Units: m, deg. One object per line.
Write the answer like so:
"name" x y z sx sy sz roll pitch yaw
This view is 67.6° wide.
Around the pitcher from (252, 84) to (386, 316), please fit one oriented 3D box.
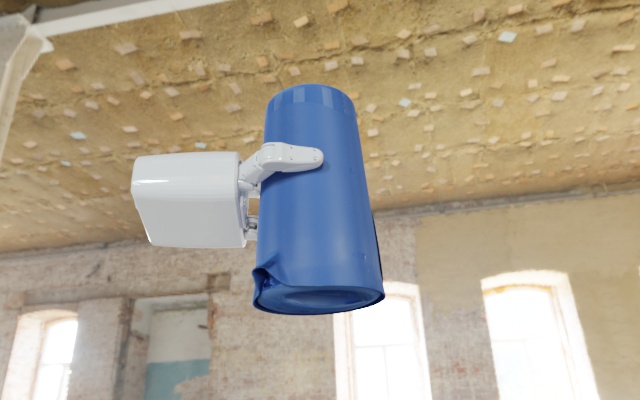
"pitcher" 0.000 0.002 0.532 0.145 0.242 0.149 -1 -24 -3
